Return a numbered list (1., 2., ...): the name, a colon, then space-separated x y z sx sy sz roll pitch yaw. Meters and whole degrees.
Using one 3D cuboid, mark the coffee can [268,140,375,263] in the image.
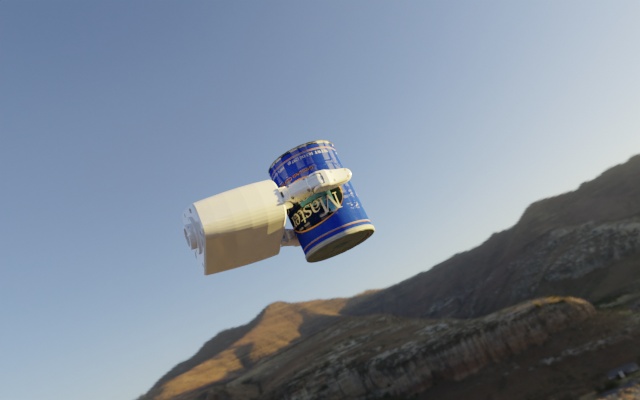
1. coffee can: 0.000 0.002 0.670 0.103 0.140 0.103 -23 -17 -7
